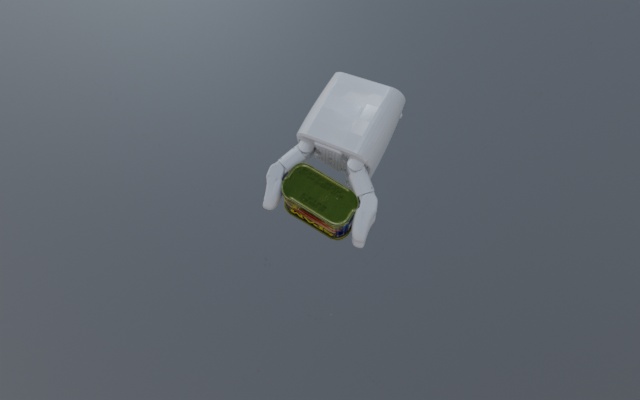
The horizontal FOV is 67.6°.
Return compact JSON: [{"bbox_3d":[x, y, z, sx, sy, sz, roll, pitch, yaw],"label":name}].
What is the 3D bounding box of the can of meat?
[{"bbox_3d":[0.000,0.002,0.617,0.102,0.057,0.084,31,-11,8],"label":"can of meat"}]
